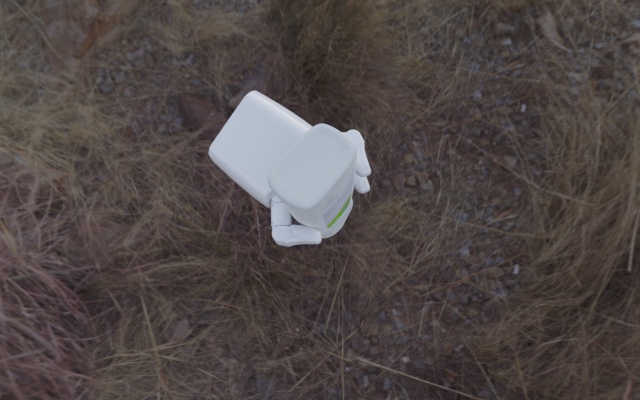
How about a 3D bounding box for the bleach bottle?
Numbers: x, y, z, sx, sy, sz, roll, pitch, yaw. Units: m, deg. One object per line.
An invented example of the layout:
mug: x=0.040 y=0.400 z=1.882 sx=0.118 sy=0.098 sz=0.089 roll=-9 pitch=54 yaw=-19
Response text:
bleach bottle: x=0.000 y=0.002 z=0.618 sx=0.068 sy=0.102 sz=0.251 roll=38 pitch=-13 yaw=15
